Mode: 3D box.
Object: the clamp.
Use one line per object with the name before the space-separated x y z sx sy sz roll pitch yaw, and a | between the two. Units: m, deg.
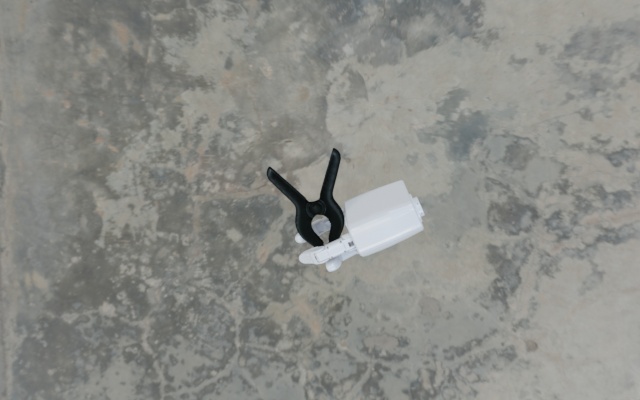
clamp | 0.000 0.003 0.764 0.120 0.171 0.039 -24 8 10
